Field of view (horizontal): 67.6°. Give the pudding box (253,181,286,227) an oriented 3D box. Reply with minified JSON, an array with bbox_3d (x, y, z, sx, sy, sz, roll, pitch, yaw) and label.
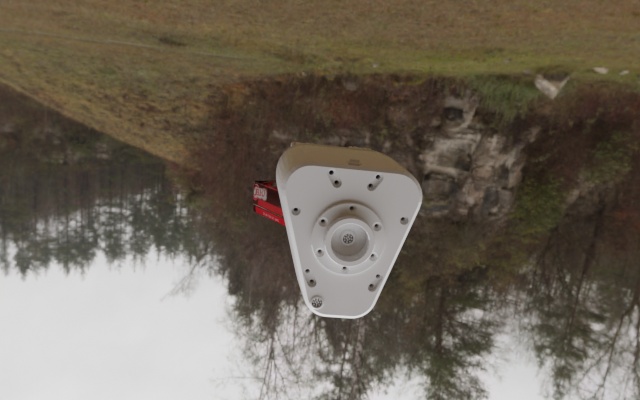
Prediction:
[{"bbox_3d":[0.000,0.002,0.484,0.113,0.039,0.090,0,12,-33],"label":"pudding box"}]
